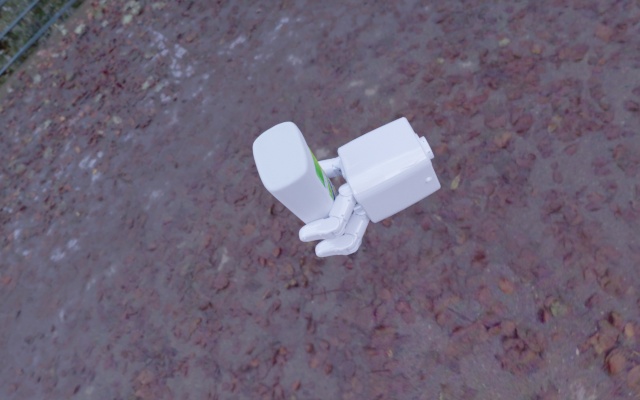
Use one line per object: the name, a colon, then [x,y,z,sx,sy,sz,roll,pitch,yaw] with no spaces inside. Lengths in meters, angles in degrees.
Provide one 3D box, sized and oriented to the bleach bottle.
bleach bottle: [0.000,0.002,0.681,0.068,0.102,0.251,-28,-37,10]
